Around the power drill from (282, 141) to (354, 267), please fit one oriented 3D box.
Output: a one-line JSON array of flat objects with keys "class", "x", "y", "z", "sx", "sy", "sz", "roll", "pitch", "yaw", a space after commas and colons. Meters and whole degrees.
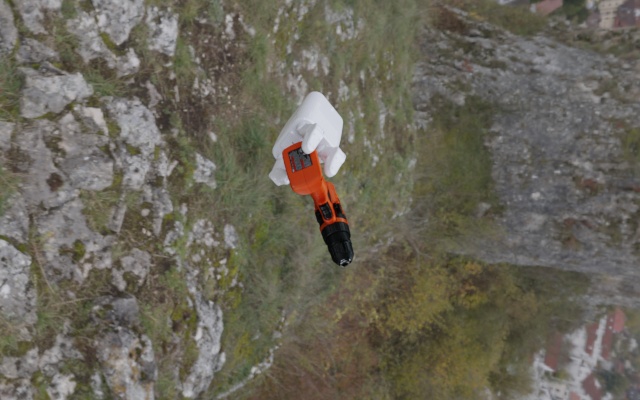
[{"class": "power drill", "x": 0.000, "y": 0.002, "z": 0.815, "sx": 0.057, "sy": 0.184, "sz": 0.188, "roll": -22, "pitch": -40, "yaw": 4}]
